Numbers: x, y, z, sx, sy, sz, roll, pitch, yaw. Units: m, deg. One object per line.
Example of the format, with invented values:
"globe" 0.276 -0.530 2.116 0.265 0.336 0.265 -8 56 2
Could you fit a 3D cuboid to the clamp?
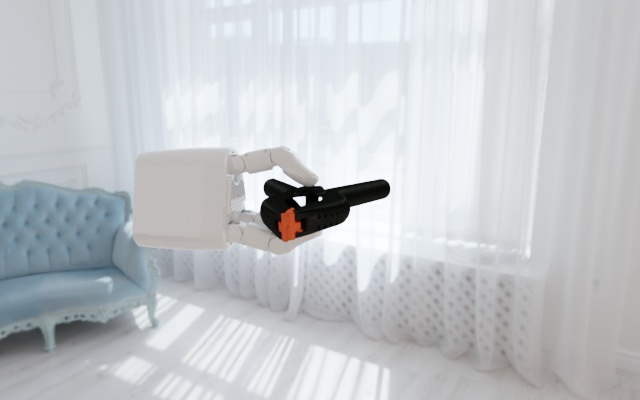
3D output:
"clamp" 0.000 0.001 0.530 0.164 0.036 0.210 -2 12 5
